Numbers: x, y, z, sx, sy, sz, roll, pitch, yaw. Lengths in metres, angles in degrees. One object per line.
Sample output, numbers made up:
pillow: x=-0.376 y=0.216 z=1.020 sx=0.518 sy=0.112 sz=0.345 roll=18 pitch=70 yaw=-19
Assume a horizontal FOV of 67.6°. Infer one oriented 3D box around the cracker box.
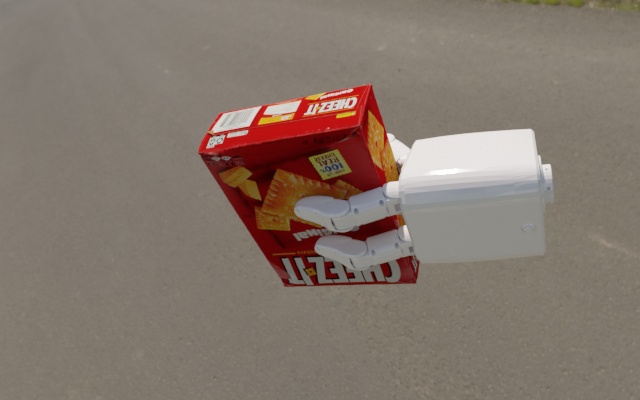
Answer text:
cracker box: x=0.000 y=0.001 z=0.489 sx=0.164 sy=0.214 sz=0.072 roll=-5 pitch=42 yaw=24
